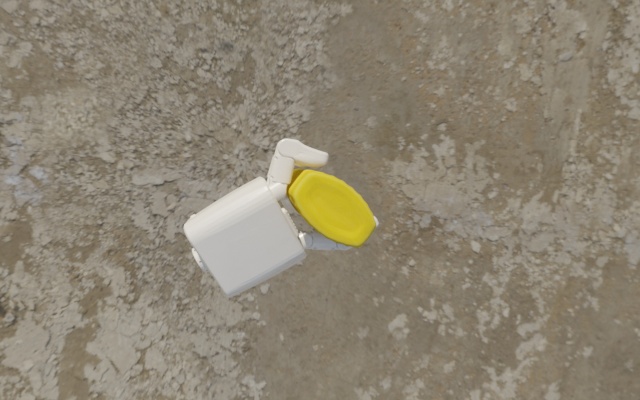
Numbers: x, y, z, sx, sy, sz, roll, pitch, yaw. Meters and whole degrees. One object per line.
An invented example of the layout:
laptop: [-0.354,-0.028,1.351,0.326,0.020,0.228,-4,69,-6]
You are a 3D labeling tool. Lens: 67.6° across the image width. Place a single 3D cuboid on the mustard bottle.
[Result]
mustard bottle: [0.000,0.002,0.575,0.096,0.058,0.191,37,-2,-11]
